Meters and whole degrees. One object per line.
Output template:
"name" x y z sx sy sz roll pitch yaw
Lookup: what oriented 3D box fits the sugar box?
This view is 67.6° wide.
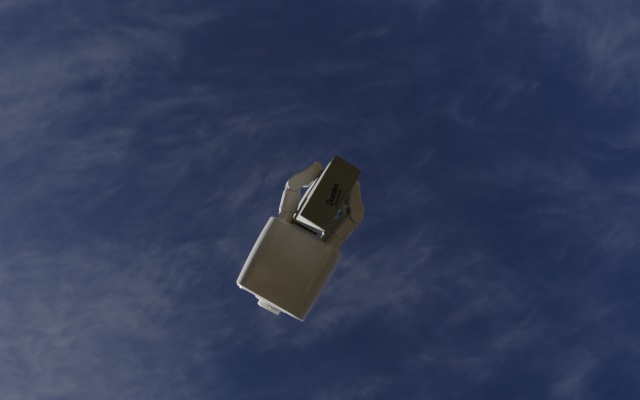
"sugar box" 0.000 0.003 0.676 0.048 0.093 0.176 32 -11 -6
